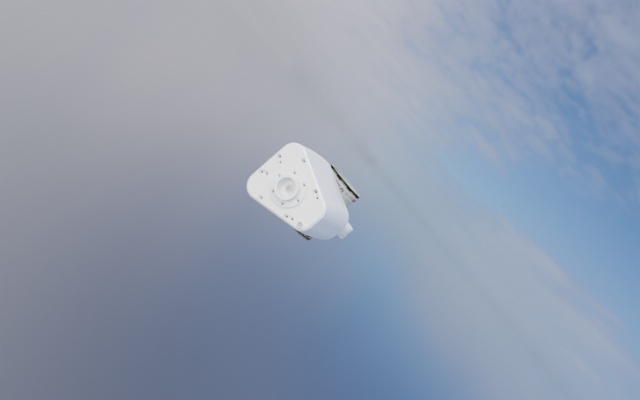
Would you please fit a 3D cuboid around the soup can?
[{"bbox_3d":[0.001,0.002,0.723,0.102,0.068,0.068,-40,-7,8],"label":"soup can"}]
